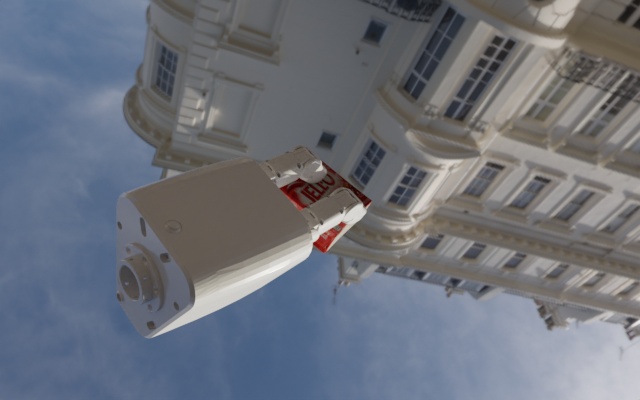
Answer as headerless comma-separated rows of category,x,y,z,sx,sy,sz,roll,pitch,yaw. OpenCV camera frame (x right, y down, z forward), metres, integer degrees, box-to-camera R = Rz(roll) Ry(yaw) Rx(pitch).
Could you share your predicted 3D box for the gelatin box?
gelatin box,0.000,0.002,0.459,0.073,0.030,0.089,39,33,9
